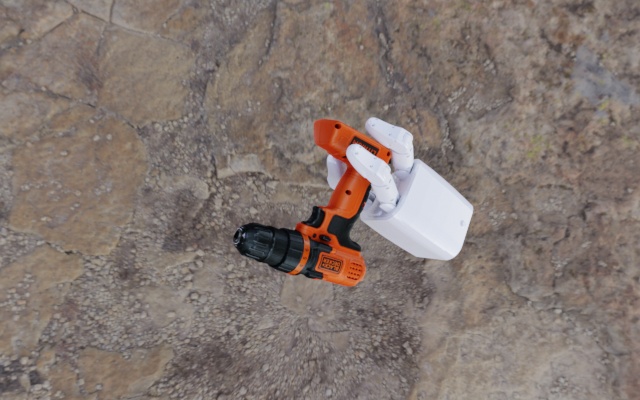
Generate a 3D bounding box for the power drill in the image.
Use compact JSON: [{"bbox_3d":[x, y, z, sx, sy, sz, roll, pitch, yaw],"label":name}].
[{"bbox_3d":[0.000,0.002,0.577,0.184,0.187,0.057,22,-3,-37],"label":"power drill"}]
